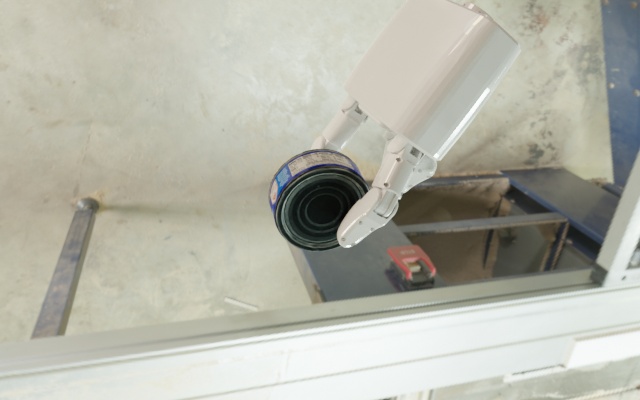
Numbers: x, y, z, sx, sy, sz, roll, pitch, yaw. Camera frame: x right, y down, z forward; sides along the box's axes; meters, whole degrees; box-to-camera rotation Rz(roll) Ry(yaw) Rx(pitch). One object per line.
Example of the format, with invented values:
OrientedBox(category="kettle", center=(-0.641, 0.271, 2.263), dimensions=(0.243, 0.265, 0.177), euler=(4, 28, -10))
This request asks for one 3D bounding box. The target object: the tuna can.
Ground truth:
OrientedBox(category="tuna can", center=(0.000, 0.002, 0.409), dimensions=(0.086, 0.086, 0.033), euler=(0, 31, -15))
